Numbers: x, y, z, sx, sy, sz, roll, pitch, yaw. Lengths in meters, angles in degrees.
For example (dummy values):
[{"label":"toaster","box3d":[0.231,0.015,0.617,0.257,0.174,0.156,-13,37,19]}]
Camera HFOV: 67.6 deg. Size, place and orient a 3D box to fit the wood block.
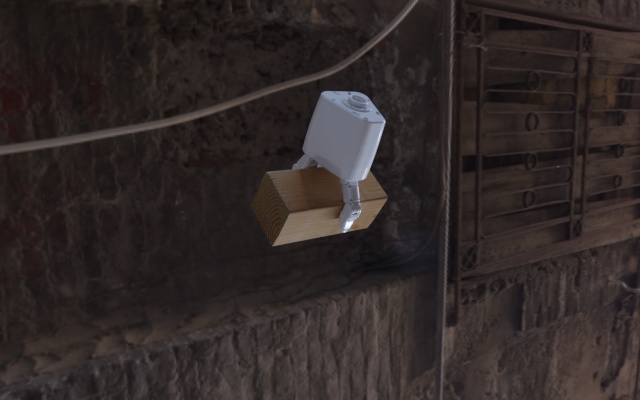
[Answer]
[{"label":"wood block","box3d":[0.001,0.003,0.824,0.206,0.090,0.090,-8,-37,-35]}]
